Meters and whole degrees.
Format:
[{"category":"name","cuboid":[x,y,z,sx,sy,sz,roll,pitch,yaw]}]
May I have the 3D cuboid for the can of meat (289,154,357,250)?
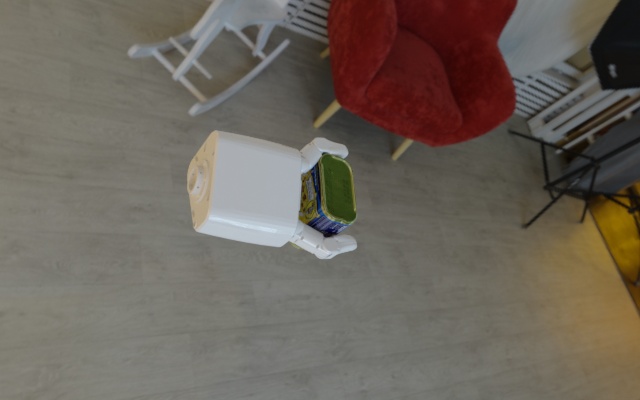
[{"category":"can of meat","cuboid":[0.000,0.002,0.615,0.057,0.102,0.084,15,-36,-30]}]
